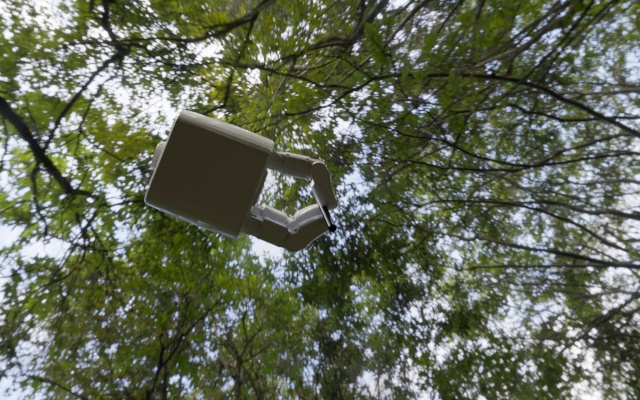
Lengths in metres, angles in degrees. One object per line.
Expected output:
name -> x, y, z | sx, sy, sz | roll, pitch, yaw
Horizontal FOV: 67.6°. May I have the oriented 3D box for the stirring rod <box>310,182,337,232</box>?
stirring rod -> 0.000, 0.002, 0.578 | 0.011, 0.011, 0.239 | 0, 12, -6
